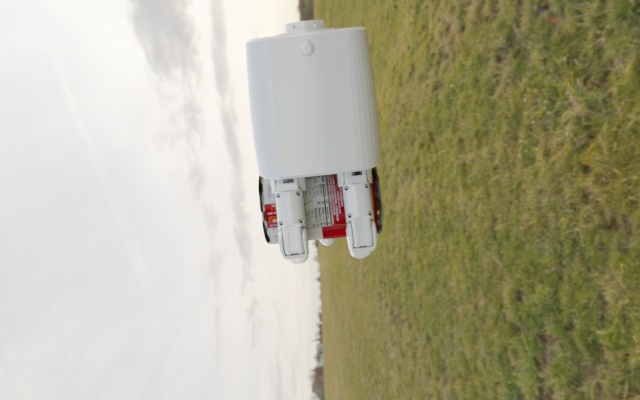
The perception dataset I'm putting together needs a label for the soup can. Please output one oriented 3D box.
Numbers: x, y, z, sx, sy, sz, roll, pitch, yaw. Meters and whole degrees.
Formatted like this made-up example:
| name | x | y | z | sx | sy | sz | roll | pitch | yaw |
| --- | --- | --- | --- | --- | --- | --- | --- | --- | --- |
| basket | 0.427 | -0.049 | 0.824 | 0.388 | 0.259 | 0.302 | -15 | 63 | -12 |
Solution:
| name | x | y | z | sx | sy | sz | roll | pitch | yaw |
| --- | --- | --- | --- | --- | --- | --- | --- | --- | --- |
| soup can | 0.000 | 0.002 | 0.428 | 0.102 | 0.068 | 0.068 | -6 | 0 | 0 |
